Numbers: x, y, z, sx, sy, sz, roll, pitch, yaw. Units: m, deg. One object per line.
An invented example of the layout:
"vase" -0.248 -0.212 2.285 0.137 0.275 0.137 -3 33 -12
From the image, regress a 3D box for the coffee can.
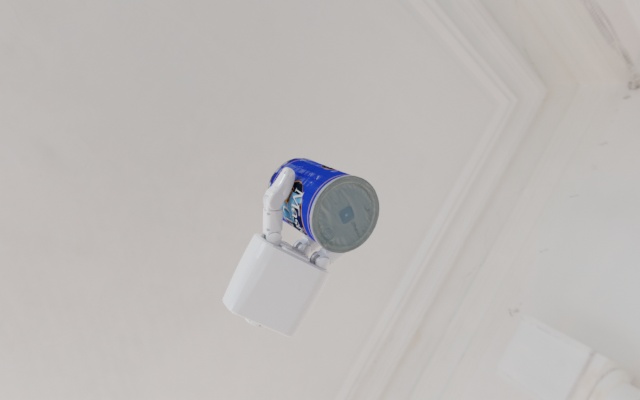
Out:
"coffee can" 0.000 0.002 0.667 0.103 0.103 0.140 0 14 -30
